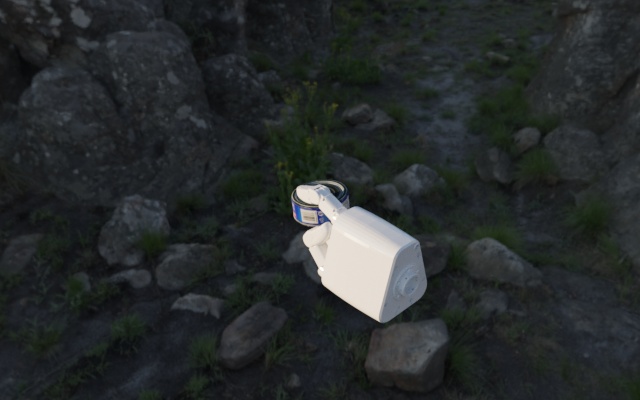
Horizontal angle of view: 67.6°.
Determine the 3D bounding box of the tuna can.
[{"bbox_3d":[0.000,0.002,0.710,0.086,0.034,0.086,-5,29,3],"label":"tuna can"}]
